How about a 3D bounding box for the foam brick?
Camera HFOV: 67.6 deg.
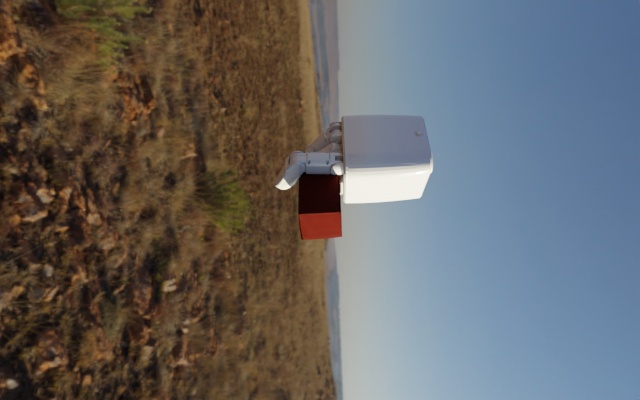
[{"bbox_3d":[0.000,0.002,0.590,0.051,0.078,0.053,-2,-39,2],"label":"foam brick"}]
